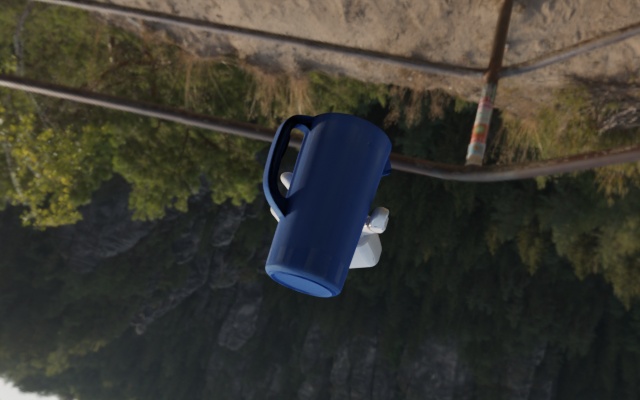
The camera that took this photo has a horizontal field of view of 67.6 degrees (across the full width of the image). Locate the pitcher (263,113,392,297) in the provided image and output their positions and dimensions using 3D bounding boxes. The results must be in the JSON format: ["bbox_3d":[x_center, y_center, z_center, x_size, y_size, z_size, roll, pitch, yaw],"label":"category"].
[{"bbox_3d":[0.000,0.002,0.679,0.149,0.242,0.145,10,-23,20],"label":"pitcher"}]
